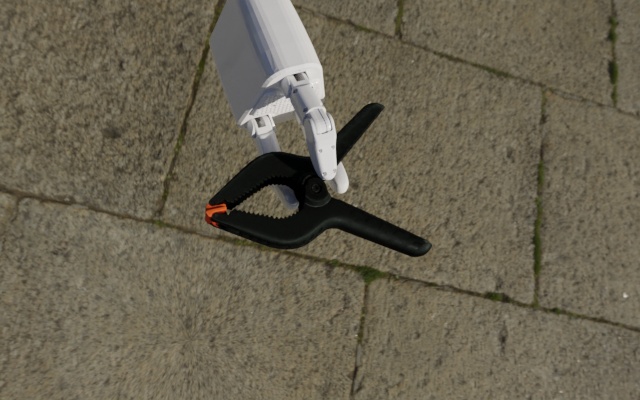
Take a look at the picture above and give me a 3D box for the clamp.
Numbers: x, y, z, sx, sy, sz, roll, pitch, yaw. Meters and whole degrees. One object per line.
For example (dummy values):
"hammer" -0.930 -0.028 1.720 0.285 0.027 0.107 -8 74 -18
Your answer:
"clamp" 0.000 0.001 0.451 0.210 0.164 0.036 -19 -14 -19
